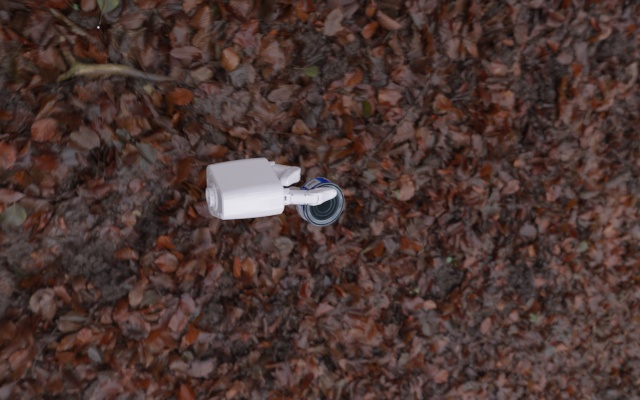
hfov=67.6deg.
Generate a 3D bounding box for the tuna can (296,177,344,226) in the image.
[{"bbox_3d":[0.000,0.003,0.870,0.086,0.086,0.033,0,18,-31],"label":"tuna can"}]
